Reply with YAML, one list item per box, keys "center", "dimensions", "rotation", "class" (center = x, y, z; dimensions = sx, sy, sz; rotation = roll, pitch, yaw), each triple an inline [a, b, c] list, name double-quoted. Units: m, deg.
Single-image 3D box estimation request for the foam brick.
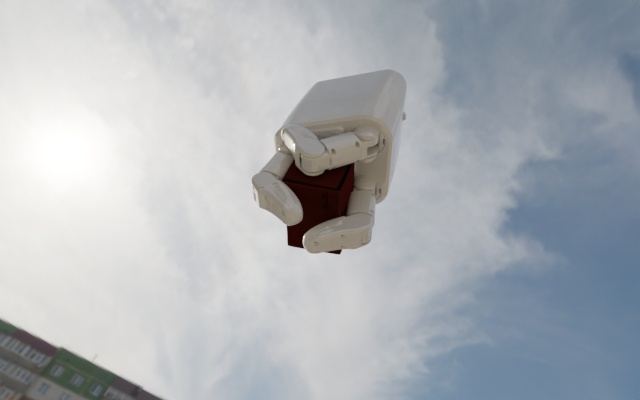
- center: [0.000, 0.002, 0.431]
  dimensions: [0.053, 0.078, 0.051]
  rotation: [10, 41, 13]
  class: "foam brick"
